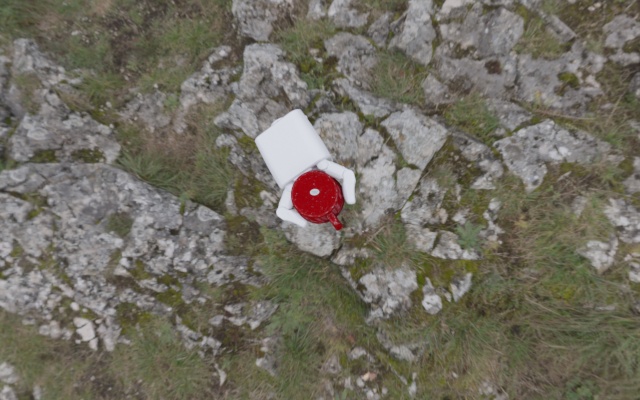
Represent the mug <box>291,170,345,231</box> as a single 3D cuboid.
[{"bbox_3d":[0.001,0.004,0.828,0.093,0.117,0.081,-33,-8,2],"label":"mug"}]
